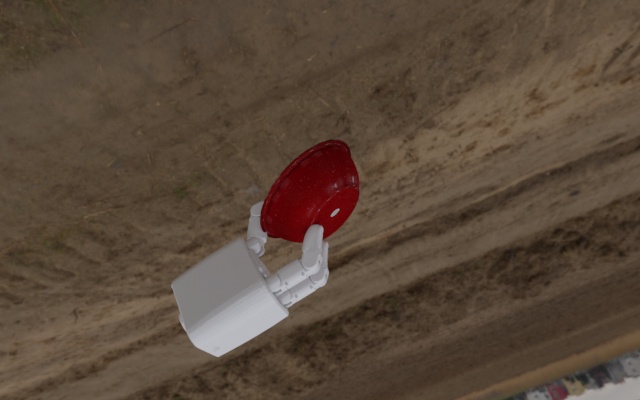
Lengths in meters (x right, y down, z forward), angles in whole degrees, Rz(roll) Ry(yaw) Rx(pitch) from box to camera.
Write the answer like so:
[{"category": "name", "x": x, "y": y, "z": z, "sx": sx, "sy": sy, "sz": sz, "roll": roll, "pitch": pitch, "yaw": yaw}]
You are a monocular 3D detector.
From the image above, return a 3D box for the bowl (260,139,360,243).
[{"category": "bowl", "x": 0.001, "y": 0.001, "z": 0.625, "sx": 0.055, "sy": 0.162, "sz": 0.162, "roll": 41, "pitch": 20, "yaw": 25}]
